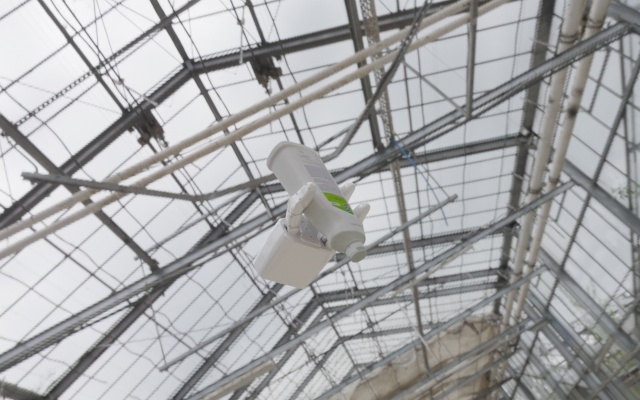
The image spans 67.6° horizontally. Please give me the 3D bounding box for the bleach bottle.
[{"bbox_3d":[0.000,0.003,0.812,0.102,0.068,0.250,10,36,-42],"label":"bleach bottle"}]
